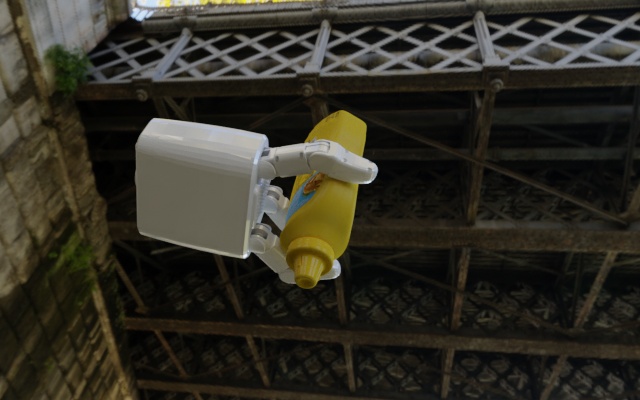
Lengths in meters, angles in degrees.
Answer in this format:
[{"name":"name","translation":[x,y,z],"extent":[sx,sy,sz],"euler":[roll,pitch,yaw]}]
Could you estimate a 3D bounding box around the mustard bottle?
[{"name":"mustard bottle","translation":[0.000,0.001,0.457],"extent":[0.058,0.191,0.096],"euler":[29,-48,-15]}]
